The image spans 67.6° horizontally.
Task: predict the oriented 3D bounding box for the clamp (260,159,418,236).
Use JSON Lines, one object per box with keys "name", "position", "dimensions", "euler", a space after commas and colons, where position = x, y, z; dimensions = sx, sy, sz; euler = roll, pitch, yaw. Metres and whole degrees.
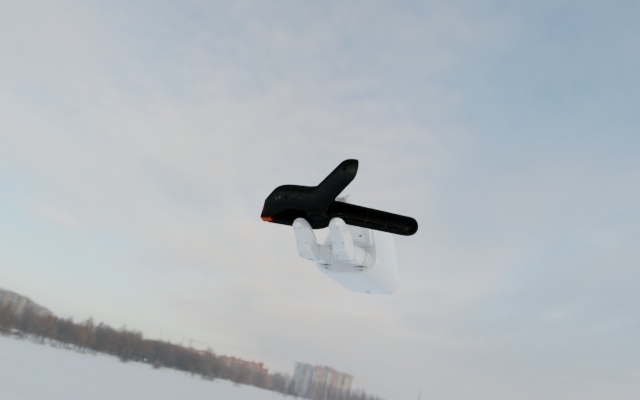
{"name": "clamp", "position": [0.000, 0.001, 0.606], "dimensions": [0.210, 0.036, 0.165], "euler": [-1, -30, 30]}
